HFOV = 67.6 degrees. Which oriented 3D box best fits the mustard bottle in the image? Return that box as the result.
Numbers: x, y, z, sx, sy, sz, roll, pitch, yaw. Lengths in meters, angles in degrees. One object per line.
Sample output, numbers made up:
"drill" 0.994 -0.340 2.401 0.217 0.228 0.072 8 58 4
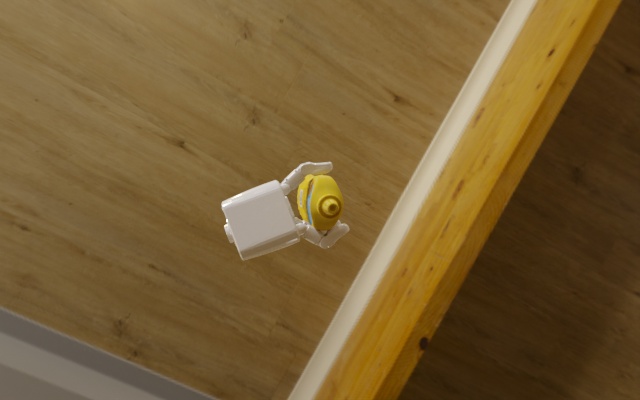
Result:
"mustard bottle" 0.000 0.003 0.847 0.058 0.096 0.191 3 5 -11
